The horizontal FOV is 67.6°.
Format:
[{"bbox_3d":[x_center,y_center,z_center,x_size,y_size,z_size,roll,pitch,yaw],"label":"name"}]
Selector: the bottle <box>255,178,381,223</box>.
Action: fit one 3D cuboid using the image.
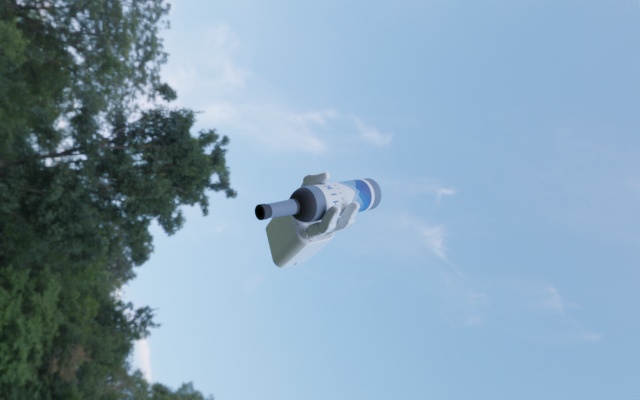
[{"bbox_3d":[0.000,0.003,0.896,0.069,0.069,0.295,0,7,44],"label":"bottle"}]
